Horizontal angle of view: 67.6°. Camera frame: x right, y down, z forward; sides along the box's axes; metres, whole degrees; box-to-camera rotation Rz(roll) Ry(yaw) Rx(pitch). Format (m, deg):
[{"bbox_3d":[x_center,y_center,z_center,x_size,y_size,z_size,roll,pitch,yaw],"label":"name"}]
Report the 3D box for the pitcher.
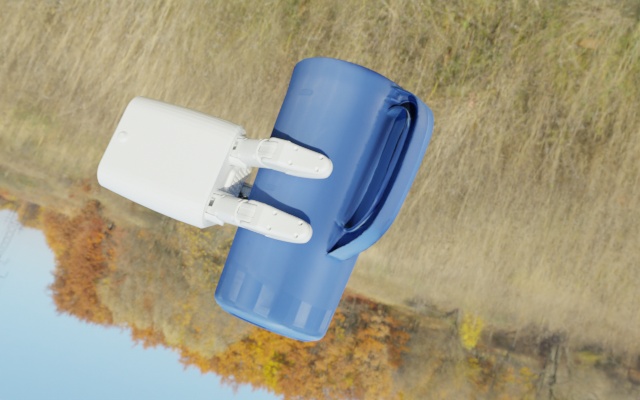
[{"bbox_3d":[0.000,0.001,0.446,0.145,0.243,0.149,20,-9,7],"label":"pitcher"}]
